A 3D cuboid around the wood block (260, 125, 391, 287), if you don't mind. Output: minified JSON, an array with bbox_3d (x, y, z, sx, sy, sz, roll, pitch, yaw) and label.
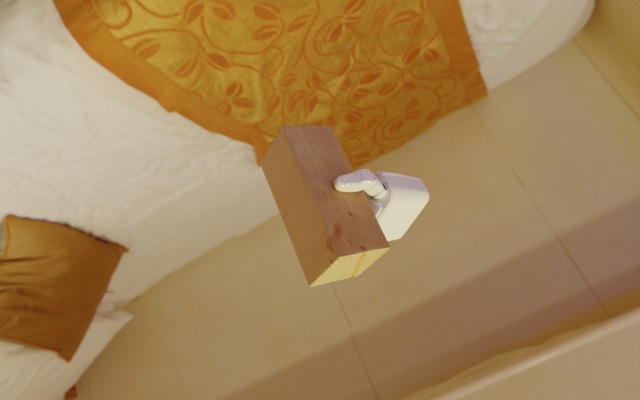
[{"bbox_3d":[0.001,0.002,0.671,0.090,0.206,0.091,-6,-30,-36],"label":"wood block"}]
